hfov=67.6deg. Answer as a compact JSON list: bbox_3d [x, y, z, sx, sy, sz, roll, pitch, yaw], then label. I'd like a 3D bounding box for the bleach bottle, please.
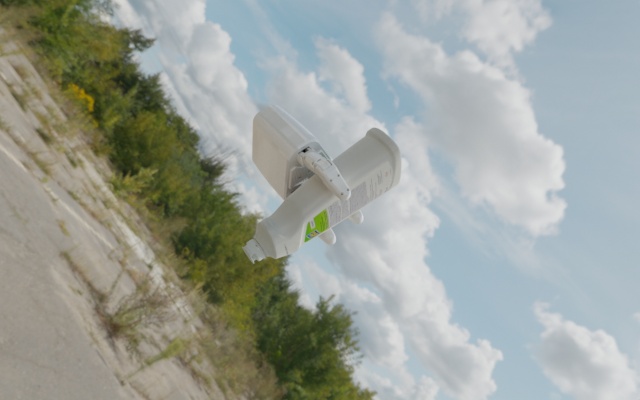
[{"bbox_3d":[0.000,0.002,0.677,0.251,0.068,0.103,-34,-33,-15],"label":"bleach bottle"}]
